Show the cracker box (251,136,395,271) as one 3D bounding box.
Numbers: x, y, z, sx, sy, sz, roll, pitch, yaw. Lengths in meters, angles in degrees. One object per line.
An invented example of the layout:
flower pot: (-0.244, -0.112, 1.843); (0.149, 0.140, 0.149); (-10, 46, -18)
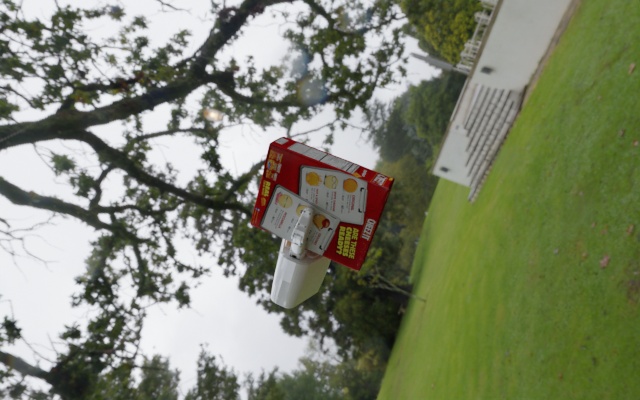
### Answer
cracker box: (0.000, 0.003, 0.829); (0.213, 0.164, 0.072); (22, 26, 11)
